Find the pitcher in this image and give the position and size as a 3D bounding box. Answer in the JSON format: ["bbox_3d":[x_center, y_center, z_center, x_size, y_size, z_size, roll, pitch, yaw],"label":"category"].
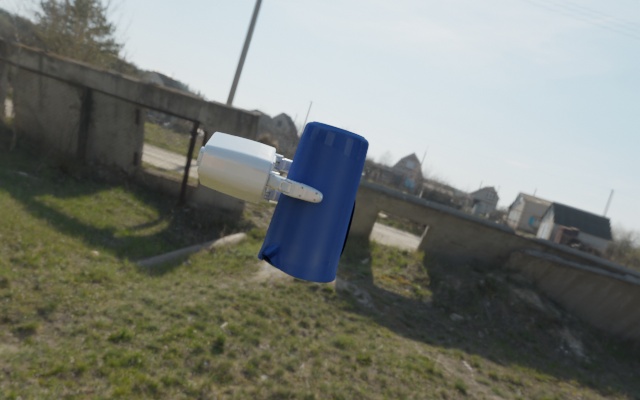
[{"bbox_3d":[0.000,0.003,0.785,0.145,0.243,0.149,17,5,-6],"label":"pitcher"}]
